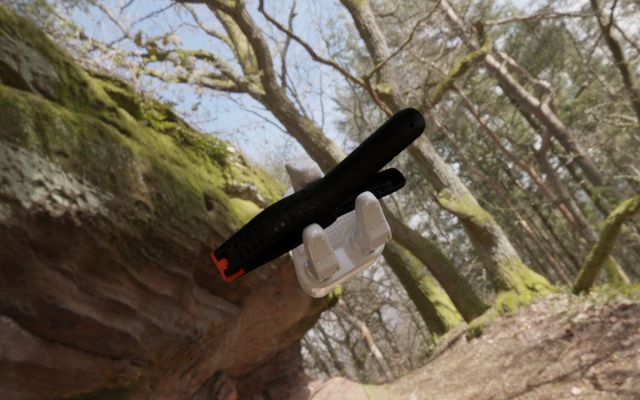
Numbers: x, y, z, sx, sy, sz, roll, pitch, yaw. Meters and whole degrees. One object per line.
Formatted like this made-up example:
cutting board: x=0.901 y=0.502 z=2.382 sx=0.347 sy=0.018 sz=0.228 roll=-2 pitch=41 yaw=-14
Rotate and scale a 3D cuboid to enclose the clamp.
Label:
clamp: x=-0.001 y=0.001 z=0.418 sx=0.210 sy=0.036 sz=0.165 roll=-30 pitch=-16 yaw=-10
